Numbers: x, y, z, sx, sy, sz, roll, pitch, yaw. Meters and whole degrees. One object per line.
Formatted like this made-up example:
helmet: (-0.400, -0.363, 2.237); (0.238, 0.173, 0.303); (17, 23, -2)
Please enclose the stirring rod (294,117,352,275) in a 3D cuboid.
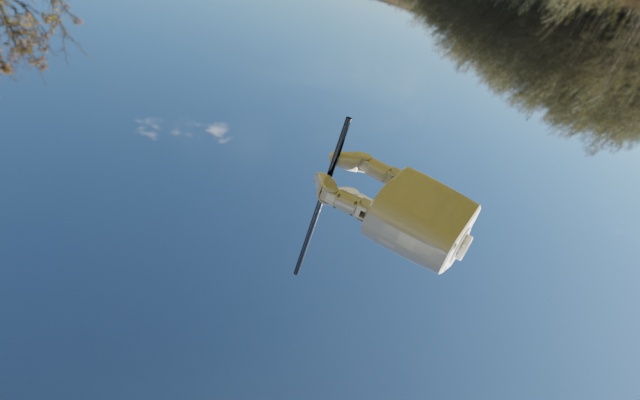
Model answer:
stirring rod: (0.000, 0.002, 0.634); (0.011, 0.240, 0.011); (15, 26, -7)
